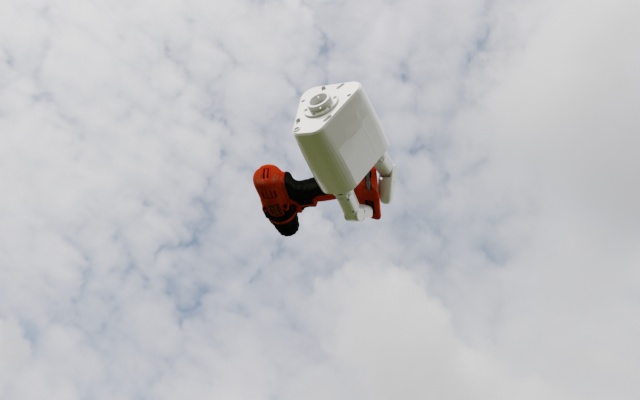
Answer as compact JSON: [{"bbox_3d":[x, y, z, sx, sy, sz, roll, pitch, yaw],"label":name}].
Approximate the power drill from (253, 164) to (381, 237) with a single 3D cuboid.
[{"bbox_3d":[0.001,0.002,0.757,0.187,0.057,0.184,-6,-29,6],"label":"power drill"}]
